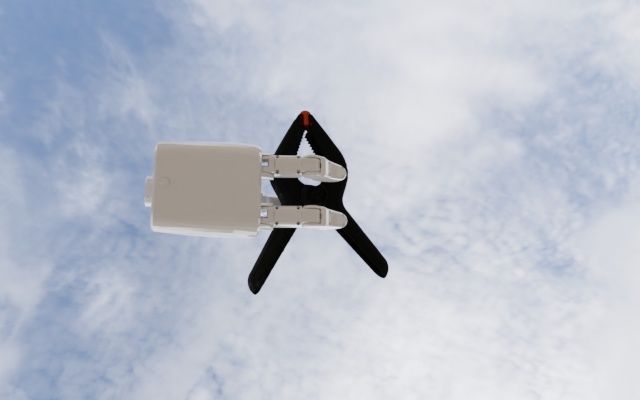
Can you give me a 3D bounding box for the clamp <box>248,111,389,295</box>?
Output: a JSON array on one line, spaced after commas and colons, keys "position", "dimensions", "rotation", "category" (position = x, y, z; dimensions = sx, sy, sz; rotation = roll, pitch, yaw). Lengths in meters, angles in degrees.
[{"position": [0.000, 0.001, 0.553], "dimensions": [0.164, 0.210, 0.036], "rotation": [3, -11, -18], "category": "clamp"}]
